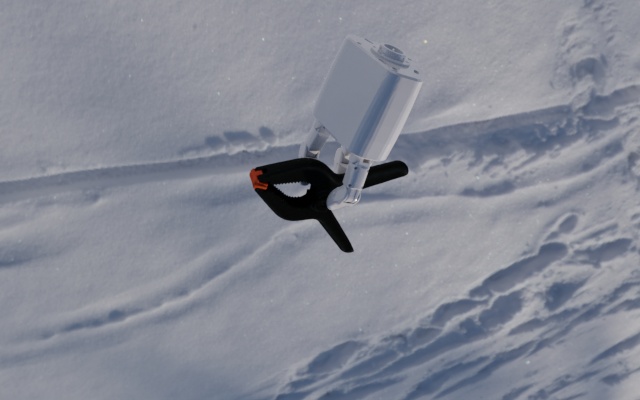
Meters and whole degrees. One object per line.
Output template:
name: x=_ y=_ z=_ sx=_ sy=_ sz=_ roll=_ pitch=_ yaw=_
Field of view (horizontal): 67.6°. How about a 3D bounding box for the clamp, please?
clamp: x=0.000 y=0.002 z=0.645 sx=0.210 sy=0.165 sz=0.036 roll=8 pitch=34 yaw=-27
